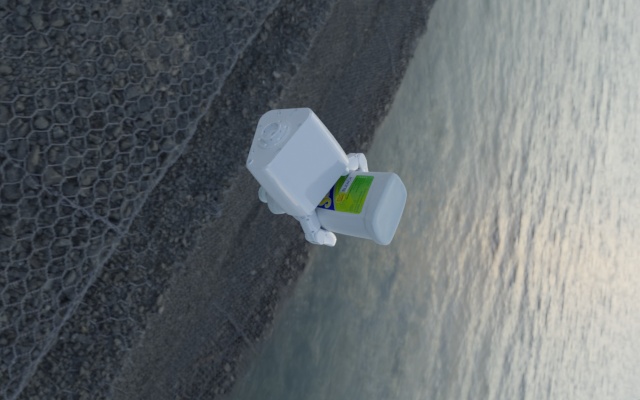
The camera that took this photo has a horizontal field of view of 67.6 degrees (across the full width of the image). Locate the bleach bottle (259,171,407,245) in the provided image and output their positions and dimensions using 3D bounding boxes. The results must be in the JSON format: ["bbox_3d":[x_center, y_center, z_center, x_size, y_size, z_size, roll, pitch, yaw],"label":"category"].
[{"bbox_3d":[0.000,0.002,0.734,0.251,0.102,0.068,4,-32,37],"label":"bleach bottle"}]
